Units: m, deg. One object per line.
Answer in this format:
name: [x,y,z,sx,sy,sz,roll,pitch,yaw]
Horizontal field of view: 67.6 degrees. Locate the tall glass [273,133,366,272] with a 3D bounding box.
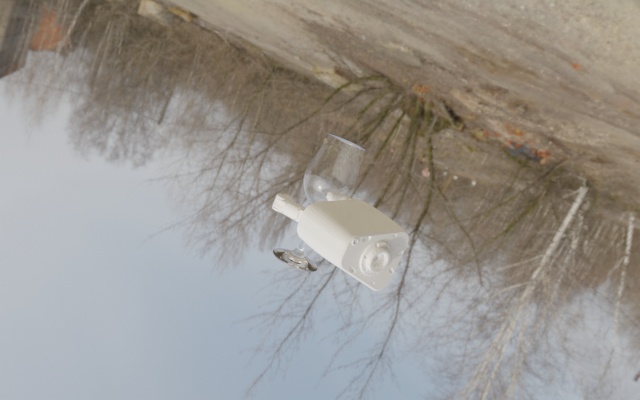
tall glass: [0.000,0.003,0.719,0.079,0.201,0.079,23,9,-4]
